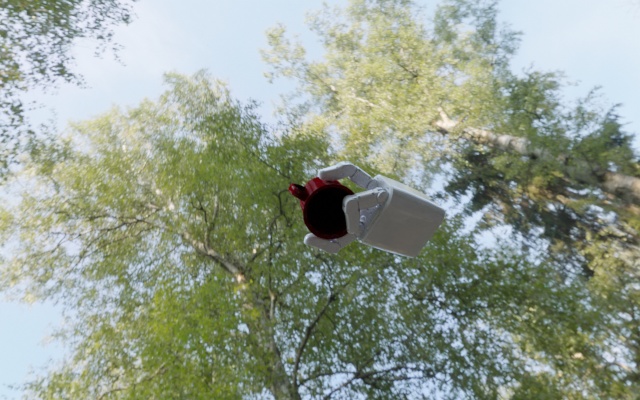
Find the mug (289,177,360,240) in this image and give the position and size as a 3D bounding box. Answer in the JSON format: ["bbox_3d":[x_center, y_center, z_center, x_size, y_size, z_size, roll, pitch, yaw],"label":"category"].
[{"bbox_3d":[-0.001,0.002,0.787,0.117,0.093,0.081,23,11,-17],"label":"mug"}]
